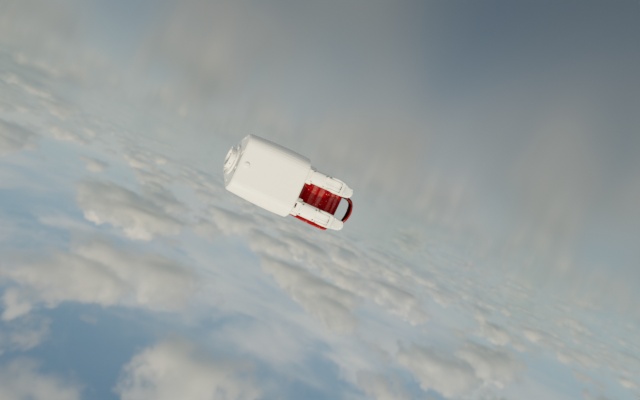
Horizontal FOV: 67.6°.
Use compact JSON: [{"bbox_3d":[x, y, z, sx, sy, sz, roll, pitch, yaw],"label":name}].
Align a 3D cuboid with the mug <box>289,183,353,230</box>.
[{"bbox_3d":[0.001,0.003,0.810,0.117,0.081,0.093,25,-1,-22],"label":"mug"}]
